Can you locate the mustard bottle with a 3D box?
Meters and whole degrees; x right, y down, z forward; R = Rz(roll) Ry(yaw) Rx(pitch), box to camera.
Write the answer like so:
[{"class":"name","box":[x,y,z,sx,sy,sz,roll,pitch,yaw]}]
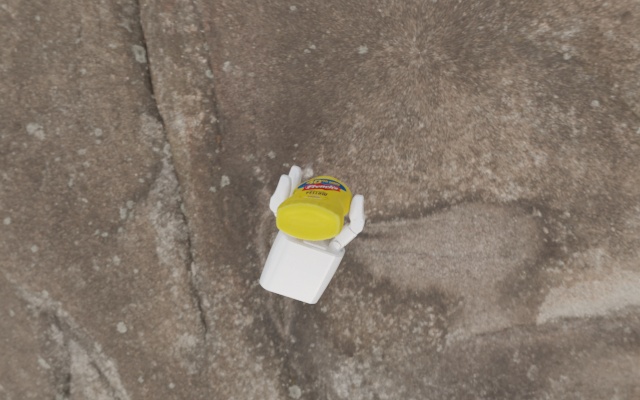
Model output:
[{"class":"mustard bottle","box":[0.000,0.002,0.760,0.096,0.058,0.191,5,19,11]}]
